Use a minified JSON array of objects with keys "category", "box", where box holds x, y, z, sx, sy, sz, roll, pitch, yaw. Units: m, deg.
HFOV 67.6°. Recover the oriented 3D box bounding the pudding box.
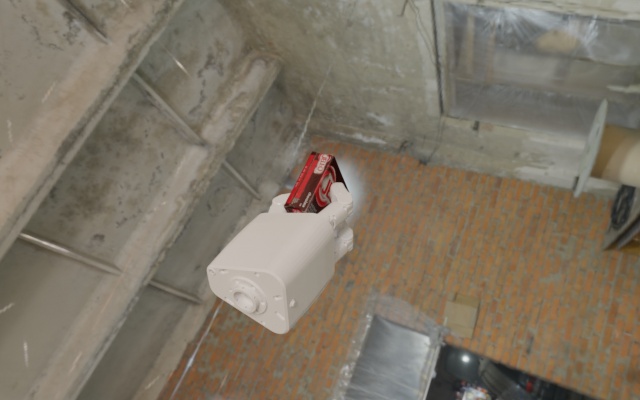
[{"category":"pudding box","box":[0.000,0.002,0.646,0.039,0.090,0.114,16,-24,24]}]
